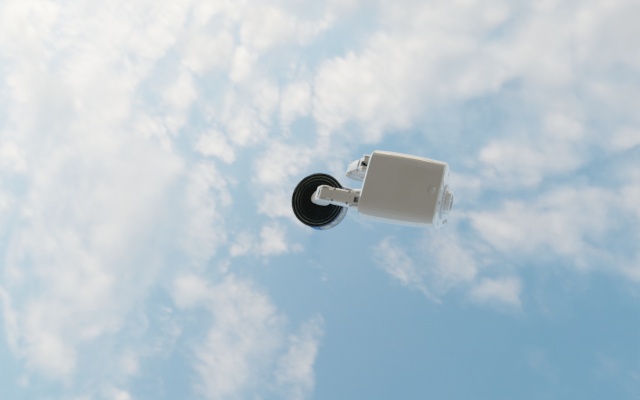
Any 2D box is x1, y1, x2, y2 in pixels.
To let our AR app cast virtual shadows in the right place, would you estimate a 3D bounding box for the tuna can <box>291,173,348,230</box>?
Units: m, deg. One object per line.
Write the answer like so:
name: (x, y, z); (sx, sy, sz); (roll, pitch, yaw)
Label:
tuna can: (0.000, 0.003, 0.747); (0.086, 0.086, 0.034); (0, -13, 19)
